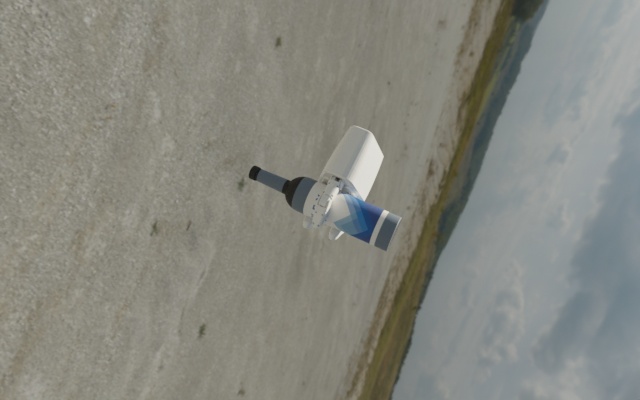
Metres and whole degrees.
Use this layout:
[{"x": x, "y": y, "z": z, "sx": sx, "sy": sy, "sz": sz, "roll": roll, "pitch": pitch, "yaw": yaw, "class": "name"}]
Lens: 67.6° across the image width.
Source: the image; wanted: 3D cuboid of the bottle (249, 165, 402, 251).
[{"x": 0.000, "y": 0.003, "z": 0.882, "sx": 0.295, "sy": 0.069, "sz": 0.069, "roll": 24, "pitch": 6, "yaw": 13, "class": "bottle"}]
